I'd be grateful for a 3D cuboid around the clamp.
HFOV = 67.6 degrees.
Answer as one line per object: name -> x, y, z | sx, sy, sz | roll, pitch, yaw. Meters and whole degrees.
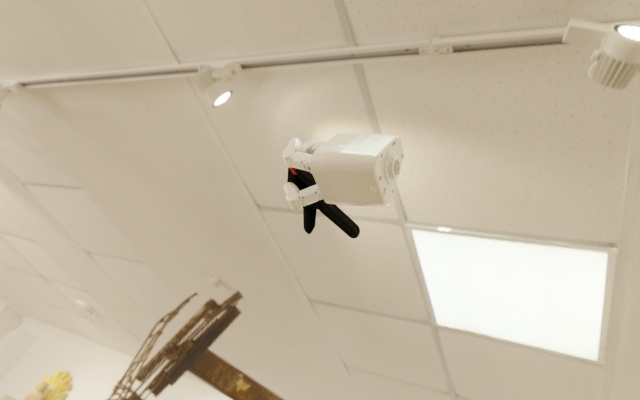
clamp -> 0.000, 0.002, 0.818 | 0.120, 0.172, 0.039 | 5, 46, 30
